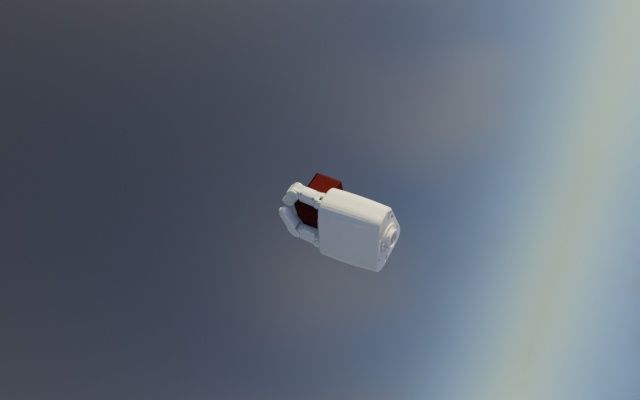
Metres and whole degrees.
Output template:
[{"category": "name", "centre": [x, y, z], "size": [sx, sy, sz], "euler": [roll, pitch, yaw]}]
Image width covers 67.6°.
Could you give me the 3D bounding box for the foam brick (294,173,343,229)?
[{"category": "foam brick", "centre": [0.000, 0.002, 0.814], "size": [0.051, 0.078, 0.053], "euler": [18, -34, 26]}]
